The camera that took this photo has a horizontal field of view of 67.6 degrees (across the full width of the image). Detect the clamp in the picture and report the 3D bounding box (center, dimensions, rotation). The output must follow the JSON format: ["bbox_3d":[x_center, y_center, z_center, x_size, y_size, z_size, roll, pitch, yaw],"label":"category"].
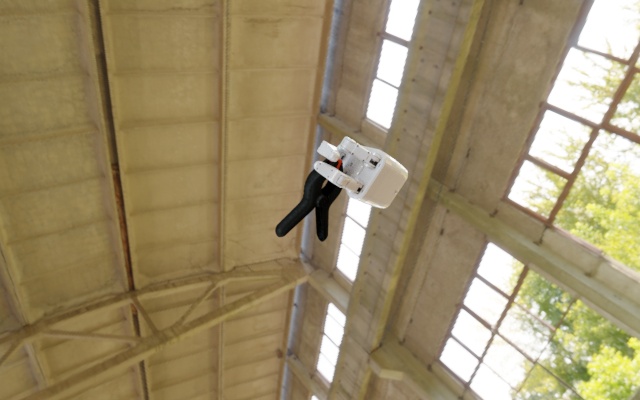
[{"bbox_3d":[0.000,0.002,0.860,0.039,0.171,0.120,39,11,36],"label":"clamp"}]
